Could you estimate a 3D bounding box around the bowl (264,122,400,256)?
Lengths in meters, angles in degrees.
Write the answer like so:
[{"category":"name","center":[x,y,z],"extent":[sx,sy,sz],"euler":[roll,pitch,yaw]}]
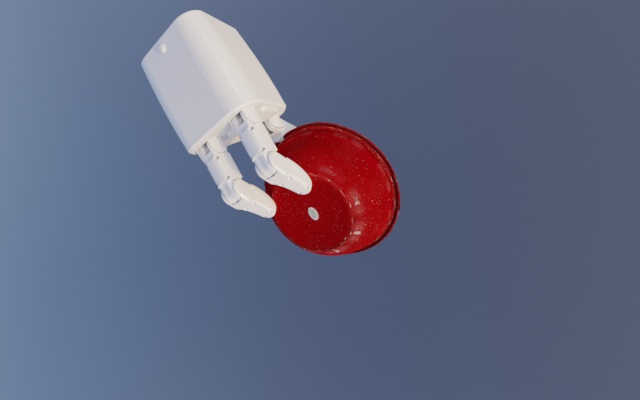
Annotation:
[{"category":"bowl","center":[0.001,0.003,0.511],"extent":[0.162,0.162,0.055],"euler":[0,26,24]}]
